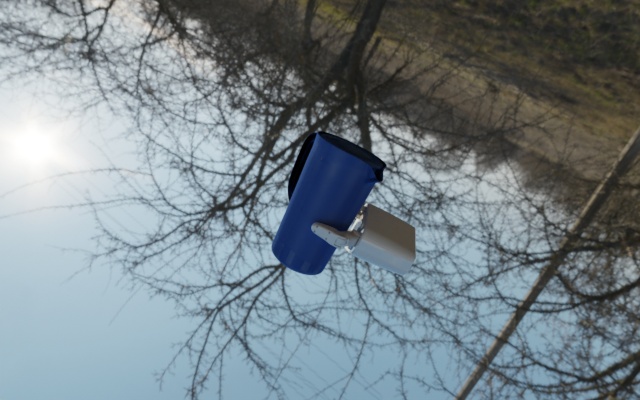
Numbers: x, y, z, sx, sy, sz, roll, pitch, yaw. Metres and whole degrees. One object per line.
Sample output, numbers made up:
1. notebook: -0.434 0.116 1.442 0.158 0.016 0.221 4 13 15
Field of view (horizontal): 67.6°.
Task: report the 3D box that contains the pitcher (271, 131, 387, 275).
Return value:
1. pitcher: 0.000 0.003 0.861 0.145 0.243 0.149 25 16 -6
